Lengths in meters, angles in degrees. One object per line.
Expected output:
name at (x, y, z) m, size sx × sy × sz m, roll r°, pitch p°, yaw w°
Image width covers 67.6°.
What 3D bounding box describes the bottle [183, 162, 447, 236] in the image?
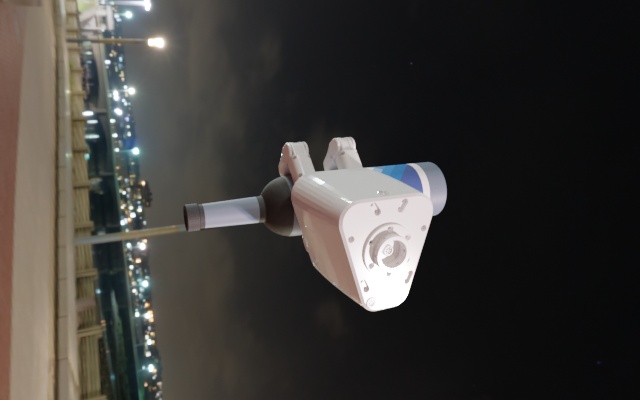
bottle at (0.000, 0.002, 0.533) m, size 0.295 × 0.069 × 0.069 m, roll -7°, pitch 2°, yaw -22°
